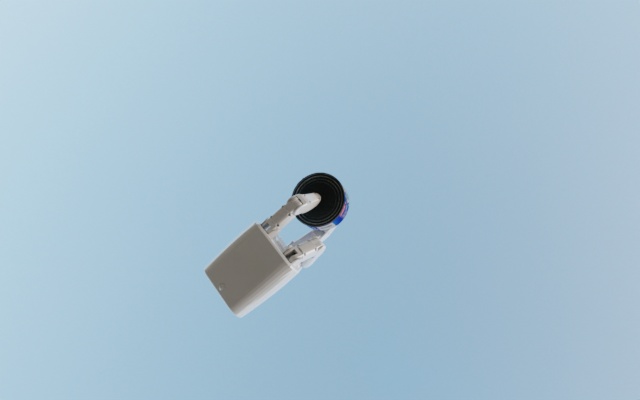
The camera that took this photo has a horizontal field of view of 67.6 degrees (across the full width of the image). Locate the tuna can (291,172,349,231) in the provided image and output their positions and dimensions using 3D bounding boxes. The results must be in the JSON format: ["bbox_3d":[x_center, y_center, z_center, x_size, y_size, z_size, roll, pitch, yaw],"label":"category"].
[{"bbox_3d":[0.000,0.003,0.734,0.086,0.086,0.034,0,-15,18],"label":"tuna can"}]
